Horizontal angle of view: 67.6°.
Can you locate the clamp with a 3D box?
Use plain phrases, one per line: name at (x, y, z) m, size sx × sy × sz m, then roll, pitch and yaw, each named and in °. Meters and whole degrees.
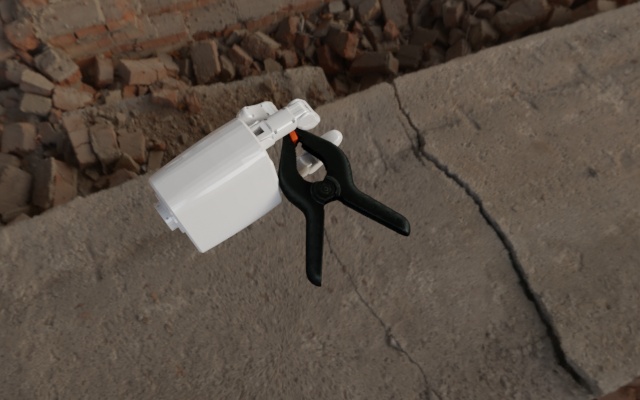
clamp at (0.000, 0.001, 0.506) m, size 0.120 × 0.171 × 0.039 m, roll -36°, pitch -11°, yaw -15°
